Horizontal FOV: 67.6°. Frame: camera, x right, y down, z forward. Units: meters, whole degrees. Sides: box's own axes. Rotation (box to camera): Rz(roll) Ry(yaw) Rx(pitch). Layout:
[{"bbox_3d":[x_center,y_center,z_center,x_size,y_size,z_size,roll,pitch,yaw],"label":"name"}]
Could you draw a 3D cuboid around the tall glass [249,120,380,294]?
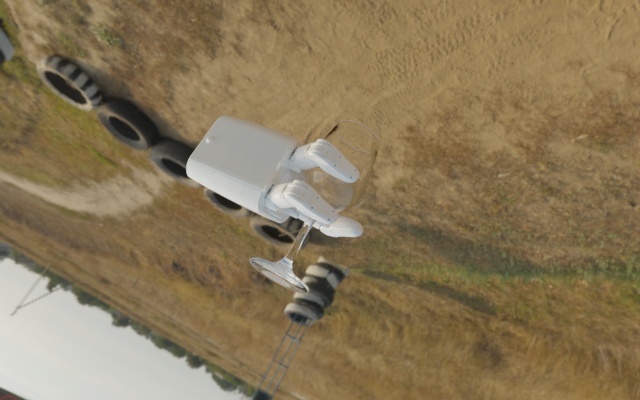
[{"bbox_3d":[0.000,0.002,0.553,0.079,0.201,0.079,25,-22,11],"label":"tall glass"}]
